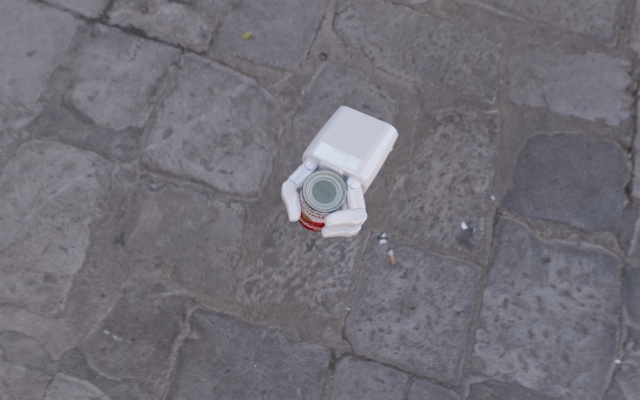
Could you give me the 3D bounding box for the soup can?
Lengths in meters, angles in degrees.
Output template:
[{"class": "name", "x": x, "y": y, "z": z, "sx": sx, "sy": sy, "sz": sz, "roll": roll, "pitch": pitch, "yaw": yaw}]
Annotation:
[{"class": "soup can", "x": 0.000, "y": 0.003, "z": 0.727, "sx": 0.068, "sy": 0.068, "sz": 0.102, "roll": 0, "pitch": -19, "yaw": -8}]
